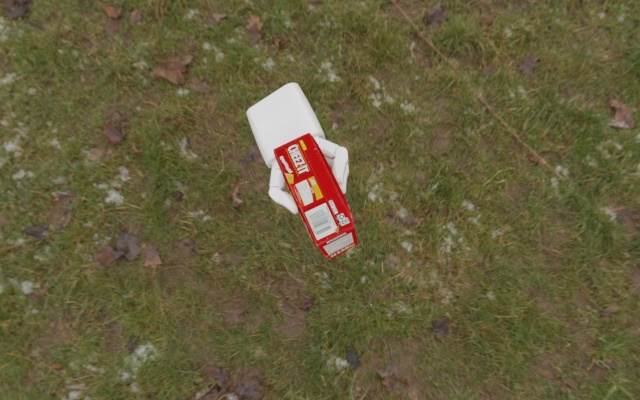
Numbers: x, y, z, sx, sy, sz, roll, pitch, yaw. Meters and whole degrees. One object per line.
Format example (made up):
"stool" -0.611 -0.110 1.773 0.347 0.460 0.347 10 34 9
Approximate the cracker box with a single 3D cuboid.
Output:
"cracker box" 0.000 0.003 0.797 0.072 0.164 0.214 -25 -13 0
